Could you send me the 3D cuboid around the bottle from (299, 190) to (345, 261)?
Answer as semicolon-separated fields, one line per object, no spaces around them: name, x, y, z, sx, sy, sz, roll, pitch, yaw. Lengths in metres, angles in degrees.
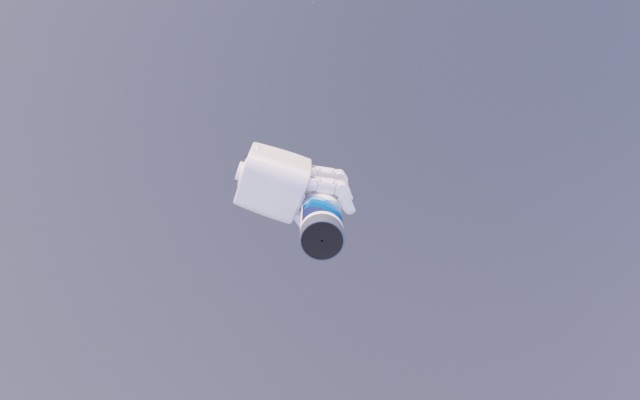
bottle;0.000;0.003;0.829;0.069;0.069;0.295;0;23;-1
